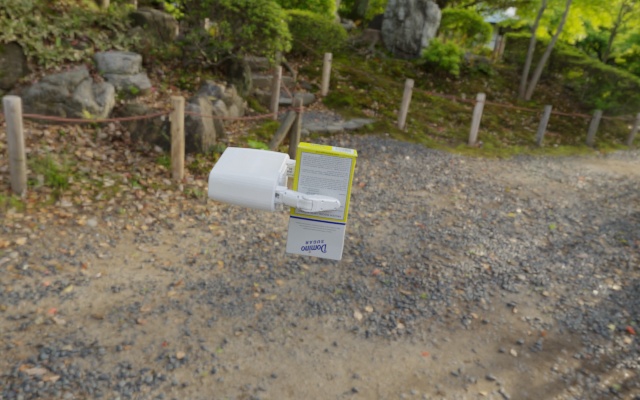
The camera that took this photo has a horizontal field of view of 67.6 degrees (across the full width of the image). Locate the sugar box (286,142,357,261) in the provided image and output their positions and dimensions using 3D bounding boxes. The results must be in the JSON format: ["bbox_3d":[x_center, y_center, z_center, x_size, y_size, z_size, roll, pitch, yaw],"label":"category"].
[{"bbox_3d":[0.000,0.002,0.761,0.093,0.176,0.048,9,19,2],"label":"sugar box"}]
